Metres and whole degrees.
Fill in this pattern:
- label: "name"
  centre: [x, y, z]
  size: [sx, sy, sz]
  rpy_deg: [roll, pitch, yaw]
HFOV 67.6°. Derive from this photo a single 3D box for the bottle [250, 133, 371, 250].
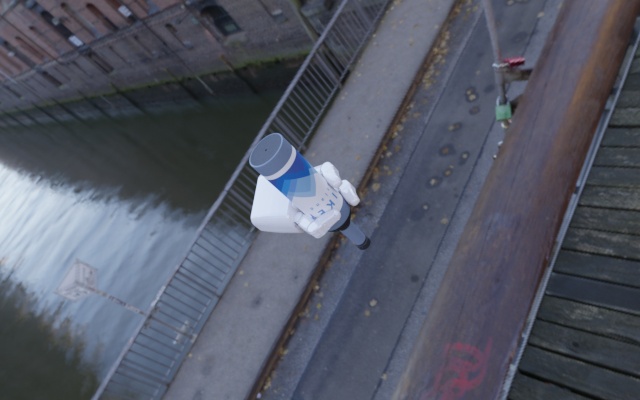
- label: "bottle"
  centre: [0.000, 0.003, 0.822]
  size: [0.069, 0.069, 0.296]
  rpy_deg: [0, -33, 43]
